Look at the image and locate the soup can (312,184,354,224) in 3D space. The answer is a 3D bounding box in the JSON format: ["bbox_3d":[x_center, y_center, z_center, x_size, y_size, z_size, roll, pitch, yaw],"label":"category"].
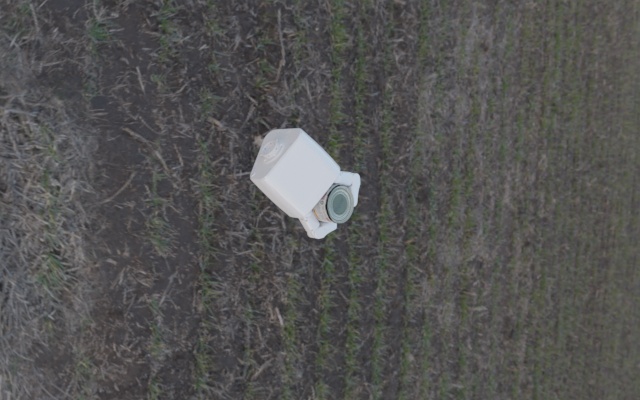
[{"bbox_3d":[0.001,0.003,0.840,0.068,0.068,0.102,0,4,-44],"label":"soup can"}]
